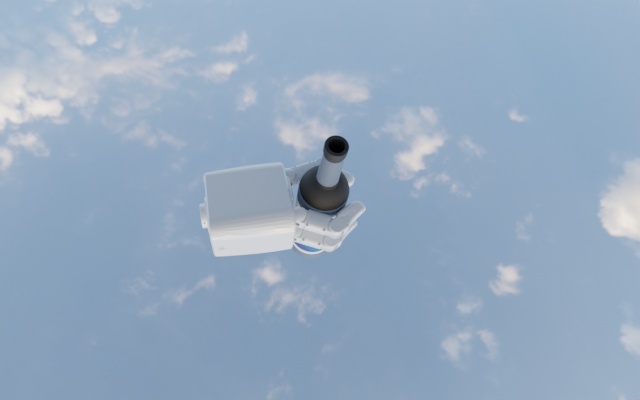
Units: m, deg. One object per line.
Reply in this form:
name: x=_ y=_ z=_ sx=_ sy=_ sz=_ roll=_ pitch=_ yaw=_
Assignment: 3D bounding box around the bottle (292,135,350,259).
bottle: x=0.000 y=0.002 z=0.651 sx=0.069 sy=0.069 sz=0.296 roll=0 pitch=-25 yaw=-8
